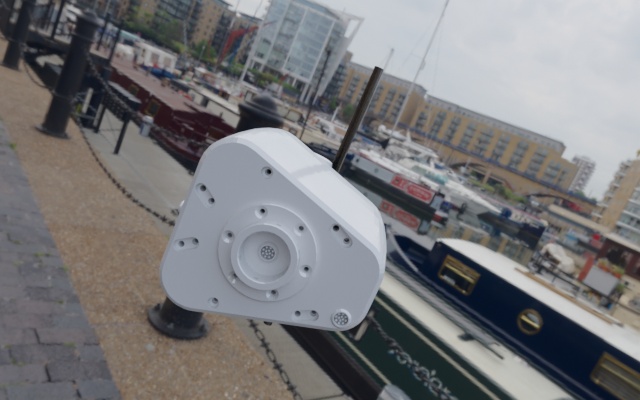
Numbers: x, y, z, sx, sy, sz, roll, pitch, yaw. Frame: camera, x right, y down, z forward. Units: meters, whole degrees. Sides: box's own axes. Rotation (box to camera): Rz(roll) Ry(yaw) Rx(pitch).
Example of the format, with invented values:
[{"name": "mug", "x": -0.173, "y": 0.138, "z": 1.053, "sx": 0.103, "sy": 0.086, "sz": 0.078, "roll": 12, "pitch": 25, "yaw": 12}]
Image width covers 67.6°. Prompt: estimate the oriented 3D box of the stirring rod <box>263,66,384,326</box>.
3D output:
[{"name": "stirring rod", "x": 0.000, "y": 0.001, "z": 0.407, "sx": 0.011, "sy": 0.239, "sz": 0.011, "roll": 23, "pitch": 10, "yaw": -4}]
